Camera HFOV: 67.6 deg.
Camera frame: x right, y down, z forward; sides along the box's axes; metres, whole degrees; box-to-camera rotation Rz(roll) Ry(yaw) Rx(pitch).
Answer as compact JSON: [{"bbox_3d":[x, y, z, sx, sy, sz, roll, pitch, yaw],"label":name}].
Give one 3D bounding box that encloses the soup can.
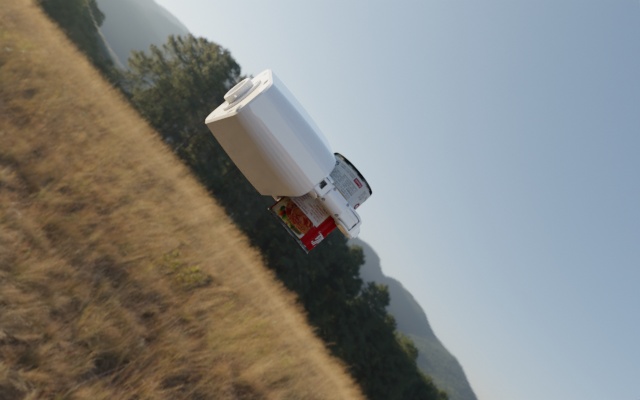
[{"bbox_3d":[0.001,0.002,0.546,0.102,0.068,0.068,-41,6,-7],"label":"soup can"}]
